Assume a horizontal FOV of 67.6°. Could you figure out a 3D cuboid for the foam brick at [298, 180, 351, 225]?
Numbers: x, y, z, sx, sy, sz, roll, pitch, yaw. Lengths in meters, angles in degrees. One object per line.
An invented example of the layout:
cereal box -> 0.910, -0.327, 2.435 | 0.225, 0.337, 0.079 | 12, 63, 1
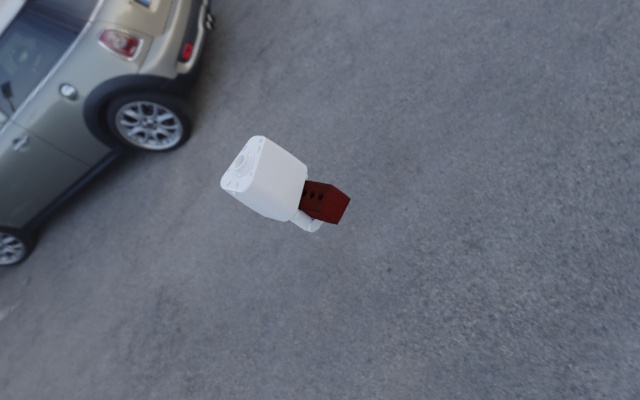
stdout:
foam brick -> 0.000, 0.003, 0.817 | 0.078, 0.053, 0.051 | 11, -20, 49
